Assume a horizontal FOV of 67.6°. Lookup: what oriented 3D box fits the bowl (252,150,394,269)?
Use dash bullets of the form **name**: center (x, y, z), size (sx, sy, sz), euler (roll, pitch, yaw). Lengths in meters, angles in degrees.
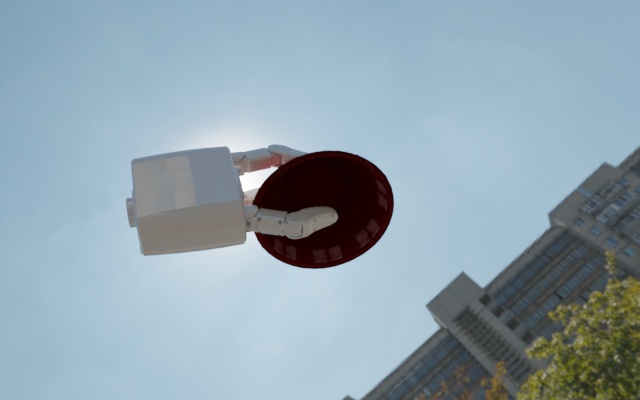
- **bowl**: center (0.001, 0.002, 0.552), size (0.162, 0.162, 0.055), euler (0, 34, -11)
